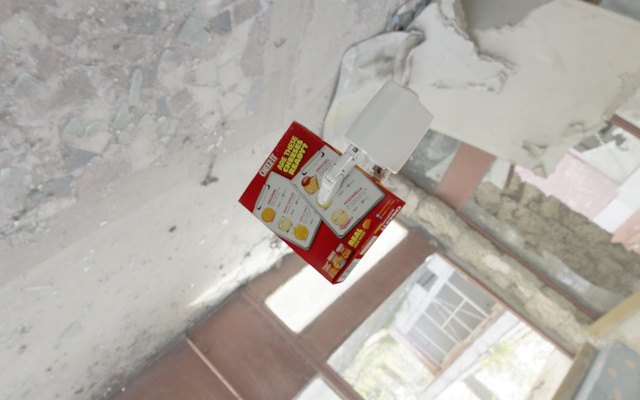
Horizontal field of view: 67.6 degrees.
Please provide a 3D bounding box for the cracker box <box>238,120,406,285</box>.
[{"bbox_3d":[0.000,0.003,0.760,0.213,0.164,0.072,39,9,19],"label":"cracker box"}]
